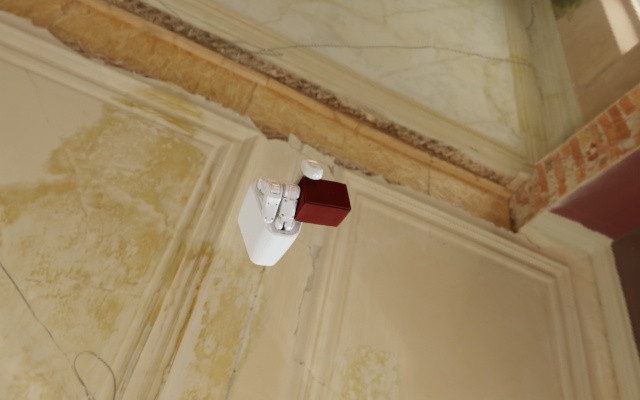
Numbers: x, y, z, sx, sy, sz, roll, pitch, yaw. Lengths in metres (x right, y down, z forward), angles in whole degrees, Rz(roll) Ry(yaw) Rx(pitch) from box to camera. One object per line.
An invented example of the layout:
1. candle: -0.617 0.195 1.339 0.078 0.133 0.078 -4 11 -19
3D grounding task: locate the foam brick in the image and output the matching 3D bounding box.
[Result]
1. foam brick: 0.000 0.003 0.747 0.078 0.053 0.051 10 -40 -21
